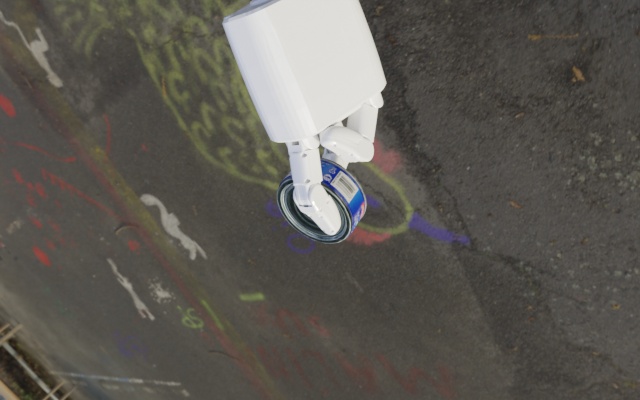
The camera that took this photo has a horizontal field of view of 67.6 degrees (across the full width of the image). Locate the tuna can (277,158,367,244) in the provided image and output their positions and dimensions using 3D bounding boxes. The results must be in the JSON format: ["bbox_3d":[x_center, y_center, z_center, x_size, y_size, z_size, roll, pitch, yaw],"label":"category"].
[{"bbox_3d":[0.000,0.002,0.473,0.086,0.086,0.033,0,38,37],"label":"tuna can"}]
